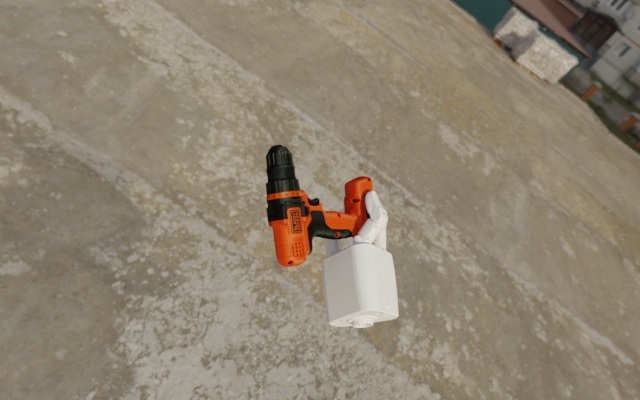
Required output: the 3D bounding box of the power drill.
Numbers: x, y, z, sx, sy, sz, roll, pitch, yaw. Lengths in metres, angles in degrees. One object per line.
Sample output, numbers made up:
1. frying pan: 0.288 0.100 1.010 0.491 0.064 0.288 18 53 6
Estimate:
1. power drill: 0.001 0.003 0.759 0.187 0.184 0.057 -5 -2 -35
